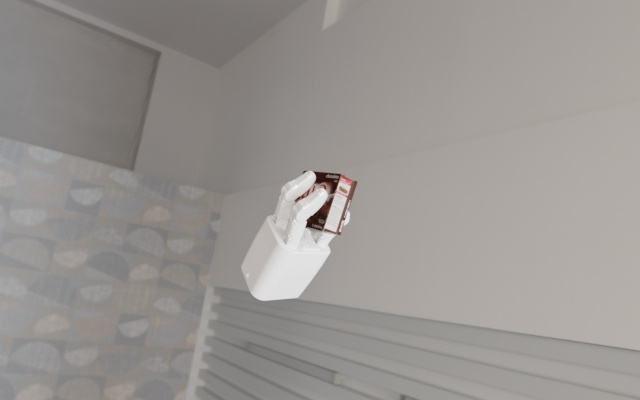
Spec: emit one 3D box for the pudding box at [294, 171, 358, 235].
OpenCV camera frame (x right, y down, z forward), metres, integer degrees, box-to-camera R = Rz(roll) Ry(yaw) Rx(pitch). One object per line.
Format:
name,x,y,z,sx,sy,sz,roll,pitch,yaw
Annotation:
pudding box,0.000,0.003,0.743,0.039,0.090,0.113,21,-6,-35
